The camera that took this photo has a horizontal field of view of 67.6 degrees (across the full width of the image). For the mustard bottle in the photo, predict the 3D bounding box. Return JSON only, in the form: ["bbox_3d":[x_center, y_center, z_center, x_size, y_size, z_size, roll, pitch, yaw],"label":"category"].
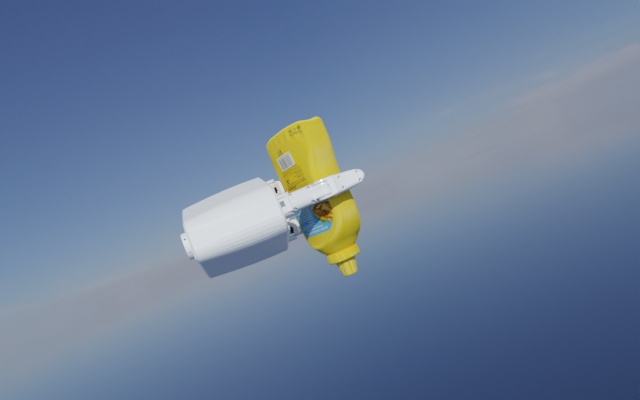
[{"bbox_3d":[0.000,0.002,0.587,0.058,0.191,0.096,-21,-2,-36],"label":"mustard bottle"}]
